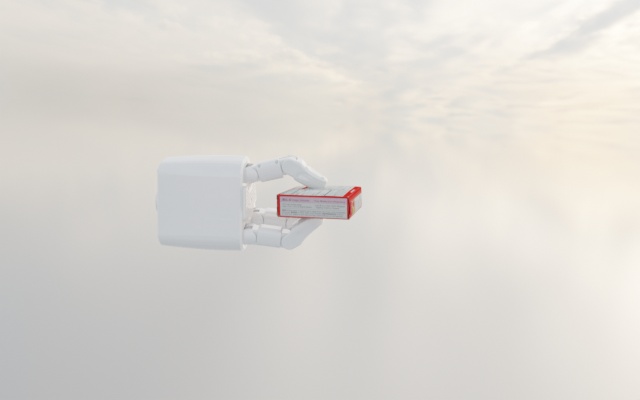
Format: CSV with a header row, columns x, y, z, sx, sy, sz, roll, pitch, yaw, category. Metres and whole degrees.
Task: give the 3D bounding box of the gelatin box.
x,y,z,sx,sy,sz,roll,pitch,yaw,category
0.000,0.001,0.576,0.089,0.030,0.073,1,11,16,gelatin box
